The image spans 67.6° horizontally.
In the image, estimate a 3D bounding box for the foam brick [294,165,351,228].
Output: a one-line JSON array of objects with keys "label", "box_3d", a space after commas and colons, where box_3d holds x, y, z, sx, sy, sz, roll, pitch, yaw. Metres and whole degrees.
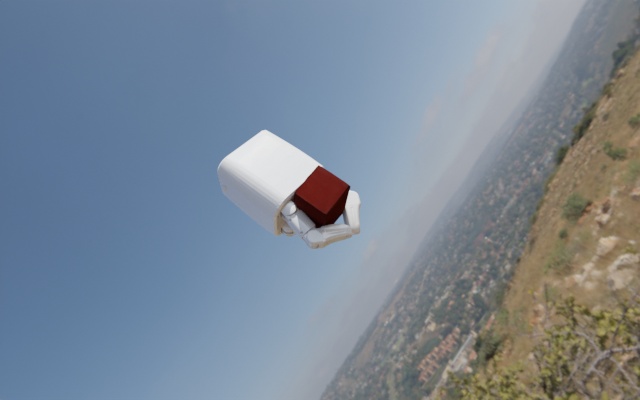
[{"label": "foam brick", "box_3d": [0.000, 0.002, 0.622, 0.051, 0.053, 0.078, 36, -22, 12]}]
